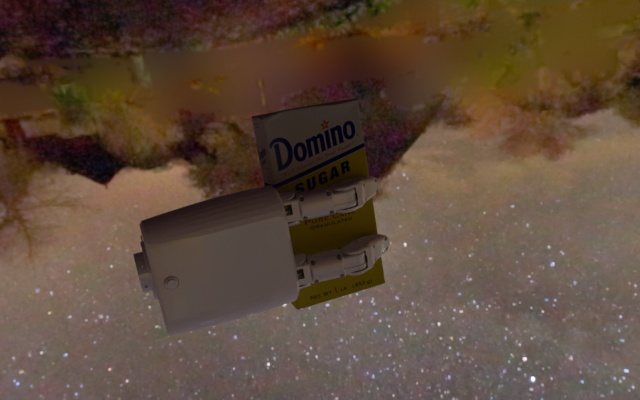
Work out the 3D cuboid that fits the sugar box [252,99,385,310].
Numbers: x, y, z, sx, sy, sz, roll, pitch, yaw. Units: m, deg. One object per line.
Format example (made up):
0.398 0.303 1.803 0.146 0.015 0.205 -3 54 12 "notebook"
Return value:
0.000 0.002 0.442 0.093 0.176 0.048 -14 13 -18 "sugar box"
